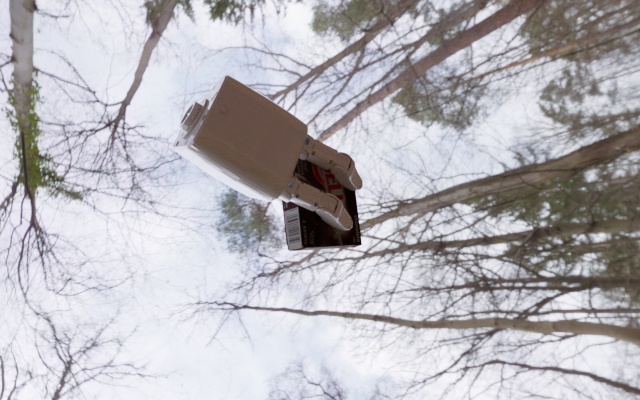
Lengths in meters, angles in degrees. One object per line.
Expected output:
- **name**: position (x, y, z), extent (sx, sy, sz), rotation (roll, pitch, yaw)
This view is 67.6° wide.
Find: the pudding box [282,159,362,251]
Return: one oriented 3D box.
- **pudding box**: position (0.000, 0.002, 0.569), extent (0.090, 0.113, 0.039), rotation (1, -10, -37)
